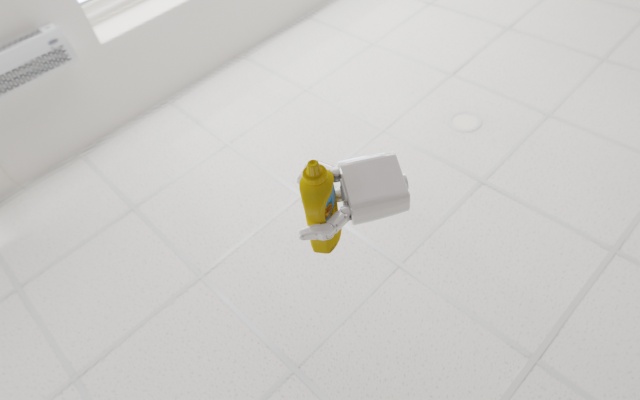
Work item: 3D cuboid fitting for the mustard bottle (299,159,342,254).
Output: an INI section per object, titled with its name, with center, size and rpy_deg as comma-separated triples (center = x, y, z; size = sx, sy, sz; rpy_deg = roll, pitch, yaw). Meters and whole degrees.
[mustard bottle]
center = 0.000, 0.003, 0.837
size = 0.058, 0.096, 0.192
rpy_deg = 5, -40, 14
